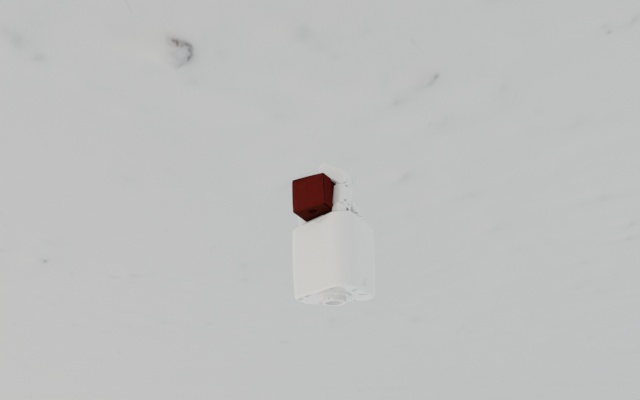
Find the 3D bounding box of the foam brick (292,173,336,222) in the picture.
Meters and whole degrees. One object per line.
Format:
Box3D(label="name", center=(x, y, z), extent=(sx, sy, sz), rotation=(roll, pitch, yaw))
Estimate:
Box3D(label="foam brick", center=(0.000, 0.002, 0.700), extent=(0.053, 0.051, 0.078), rotation=(-15, -29, 26))
